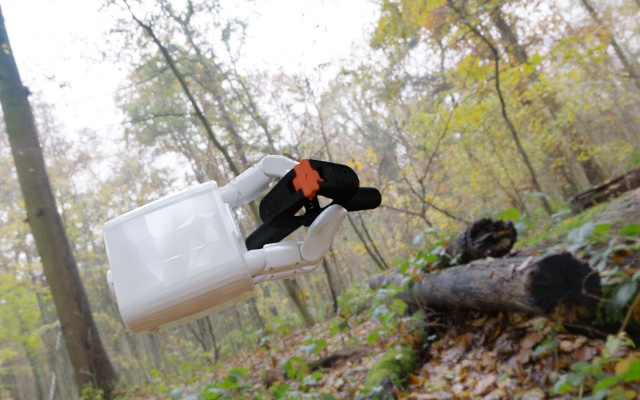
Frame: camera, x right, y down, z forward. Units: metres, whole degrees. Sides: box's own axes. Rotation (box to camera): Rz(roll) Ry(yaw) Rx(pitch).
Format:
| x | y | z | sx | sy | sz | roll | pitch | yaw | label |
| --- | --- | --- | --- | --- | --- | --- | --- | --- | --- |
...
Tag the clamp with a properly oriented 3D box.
| x | y | z | sx | sy | sz | roll | pitch | yaw | label |
| --- | --- | --- | --- | --- | --- | --- | --- | --- | --- |
| 0.000 | 0.001 | 0.465 | 0.164 | 0.036 | 0.210 | -21 | -12 | -11 | clamp |
